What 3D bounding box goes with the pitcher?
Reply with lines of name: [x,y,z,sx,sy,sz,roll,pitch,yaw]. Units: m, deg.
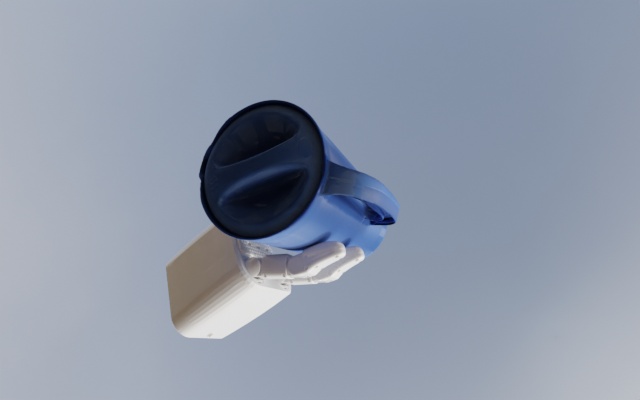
pitcher: [0.000,0.002,0.525,0.145,0.149,0.243,-38,-27,11]
